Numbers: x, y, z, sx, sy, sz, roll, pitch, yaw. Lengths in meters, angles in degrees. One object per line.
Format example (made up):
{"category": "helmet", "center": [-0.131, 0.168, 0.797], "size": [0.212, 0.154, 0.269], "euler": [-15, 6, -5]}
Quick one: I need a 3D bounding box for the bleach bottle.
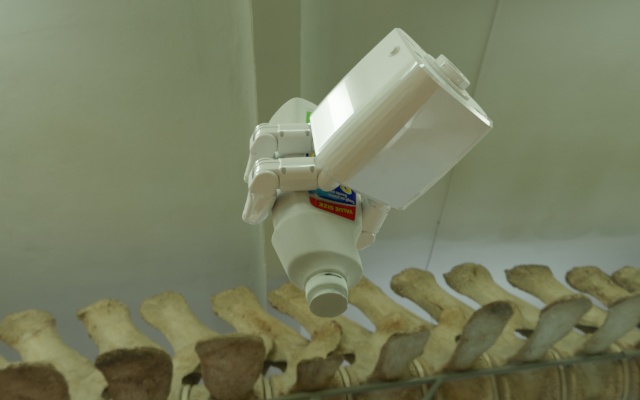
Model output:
{"category": "bleach bottle", "center": [0.000, 0.001, 0.441], "size": [0.102, 0.068, 0.250], "euler": [32, 28, -28]}
